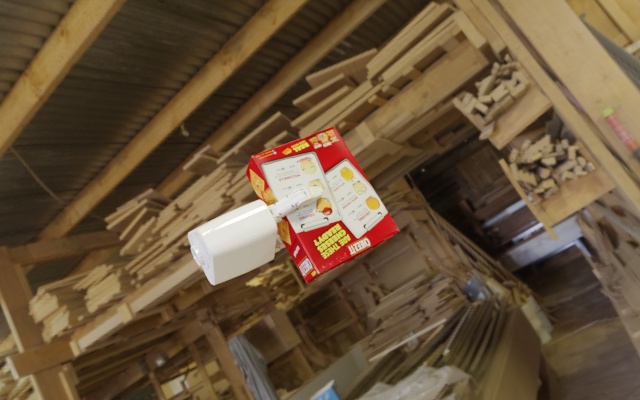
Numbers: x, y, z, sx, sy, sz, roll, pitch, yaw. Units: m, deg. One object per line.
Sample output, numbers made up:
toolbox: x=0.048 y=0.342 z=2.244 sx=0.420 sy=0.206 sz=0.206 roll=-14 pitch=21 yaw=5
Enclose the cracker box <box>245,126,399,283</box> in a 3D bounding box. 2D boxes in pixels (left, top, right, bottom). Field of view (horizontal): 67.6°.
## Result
cracker box: x=0.000 y=0.002 z=0.782 sx=0.164 sy=0.213 sz=0.072 roll=-24 pitch=-14 yaw=-27
